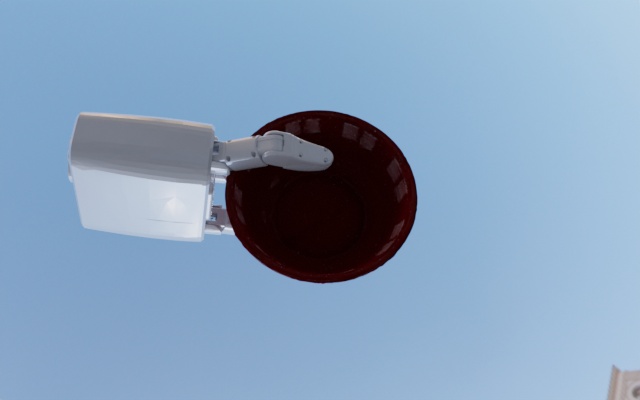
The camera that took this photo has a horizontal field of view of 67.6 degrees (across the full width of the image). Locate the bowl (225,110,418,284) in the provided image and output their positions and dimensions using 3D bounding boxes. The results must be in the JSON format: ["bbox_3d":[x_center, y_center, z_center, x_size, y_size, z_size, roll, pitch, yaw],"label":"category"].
[{"bbox_3d":[0.001,0.002,0.422,0.162,0.162,0.055,0,-26,-3],"label":"bowl"}]
